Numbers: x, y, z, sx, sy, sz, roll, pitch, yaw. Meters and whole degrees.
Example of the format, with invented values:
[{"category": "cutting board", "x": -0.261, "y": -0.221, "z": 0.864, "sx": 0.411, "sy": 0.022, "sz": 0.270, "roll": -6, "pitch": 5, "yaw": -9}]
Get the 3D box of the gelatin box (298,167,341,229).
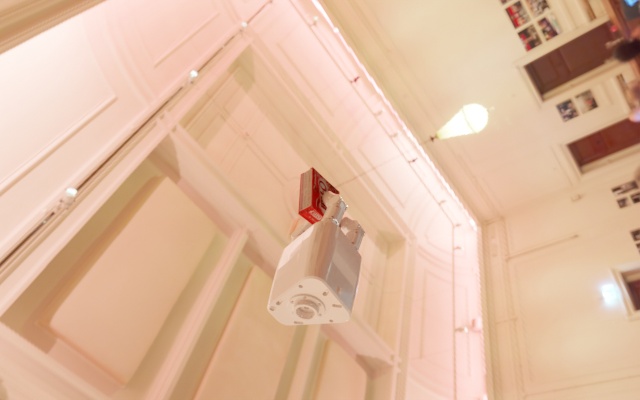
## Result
[{"category": "gelatin box", "x": 0.000, "y": 0.002, "z": 0.760, "sx": 0.030, "sy": 0.089, "sz": 0.073, "roll": -28, "pitch": -50, "yaw": 27}]
